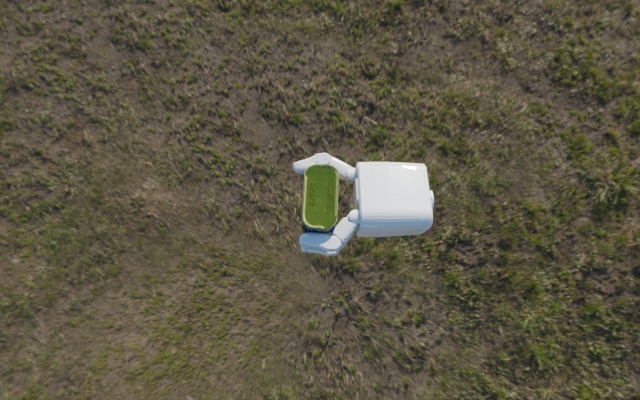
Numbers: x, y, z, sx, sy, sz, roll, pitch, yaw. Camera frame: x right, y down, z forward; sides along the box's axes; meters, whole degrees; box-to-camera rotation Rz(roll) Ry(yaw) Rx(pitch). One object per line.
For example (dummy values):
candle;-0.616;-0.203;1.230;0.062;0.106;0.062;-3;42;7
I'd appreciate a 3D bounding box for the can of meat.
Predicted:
can of meat;0.000;0.002;0.718;0.057;0.102;0.084;2;-12;0
